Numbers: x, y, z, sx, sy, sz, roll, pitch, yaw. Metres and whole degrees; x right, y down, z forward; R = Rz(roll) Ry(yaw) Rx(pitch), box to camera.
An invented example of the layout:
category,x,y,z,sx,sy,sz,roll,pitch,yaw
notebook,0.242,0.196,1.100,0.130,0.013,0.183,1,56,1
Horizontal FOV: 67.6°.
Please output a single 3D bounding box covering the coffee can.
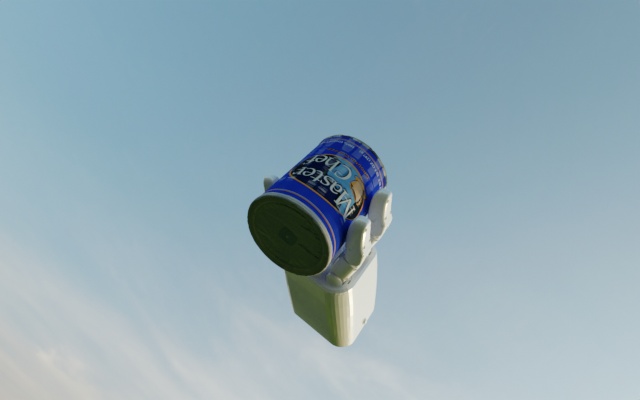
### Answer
category,x,y,z,sx,sy,sz,roll,pitch,yaw
coffee can,0.000,0.002,0.540,0.103,0.103,0.140,0,32,37
